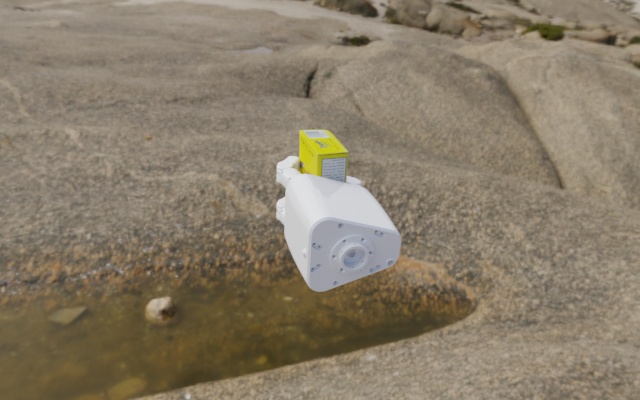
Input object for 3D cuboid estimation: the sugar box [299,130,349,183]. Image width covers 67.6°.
[{"bbox_3d":[0.000,0.002,0.639,0.048,0.176,0.093,-4,27,-16],"label":"sugar box"}]
